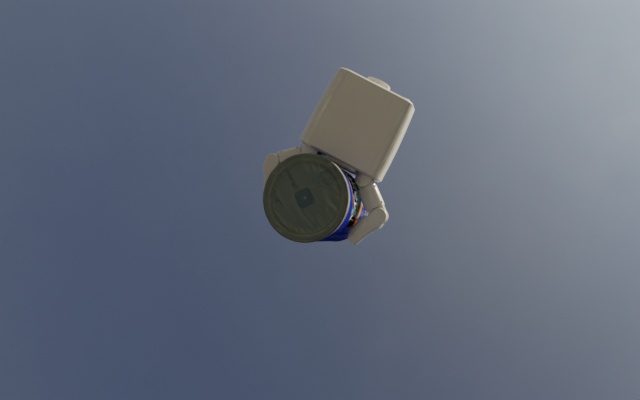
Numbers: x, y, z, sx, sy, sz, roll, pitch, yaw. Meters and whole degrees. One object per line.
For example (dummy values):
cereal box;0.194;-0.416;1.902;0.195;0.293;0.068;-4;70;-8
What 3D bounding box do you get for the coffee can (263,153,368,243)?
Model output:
coffee can;0.000;0.002;0.609;0.103;0.103;0.140;0;-4;15
